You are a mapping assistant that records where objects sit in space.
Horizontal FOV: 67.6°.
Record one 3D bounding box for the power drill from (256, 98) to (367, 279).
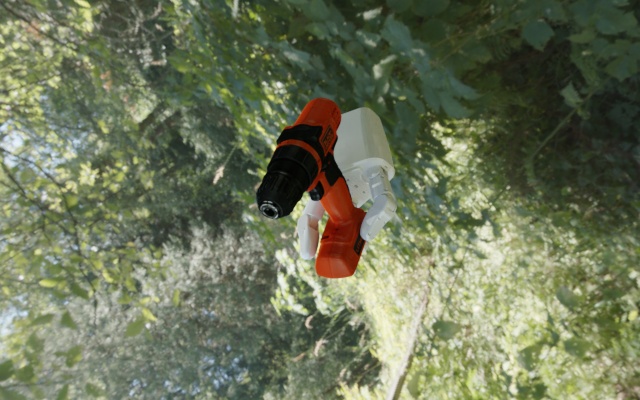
[{"bbox_3d":[0.000,0.002,0.548,0.057,0.188,0.184,1,41,25],"label":"power drill"}]
